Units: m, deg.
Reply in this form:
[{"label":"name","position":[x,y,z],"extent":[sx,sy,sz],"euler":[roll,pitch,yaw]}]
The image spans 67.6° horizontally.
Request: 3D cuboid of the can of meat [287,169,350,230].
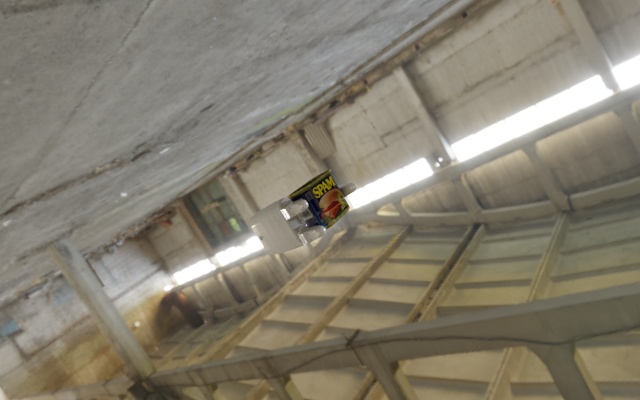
[{"label":"can of meat","position":[0.000,0.003,0.872],"extent":[0.057,0.084,0.102],"euler":[-25,8,39]}]
